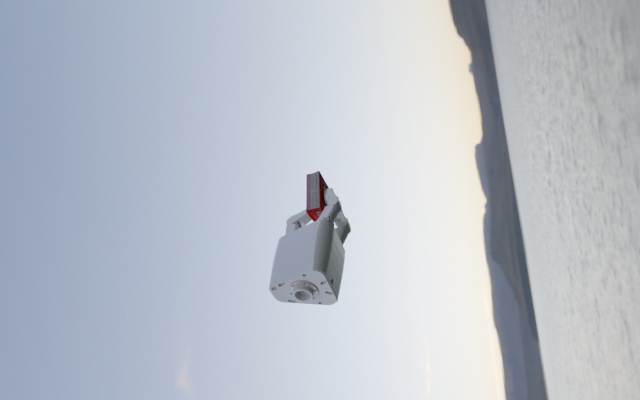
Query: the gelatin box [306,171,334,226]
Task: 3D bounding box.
[{"bbox_3d":[0.000,0.003,0.881,0.030,0.089,0.073,-14,-39,16],"label":"gelatin box"}]
